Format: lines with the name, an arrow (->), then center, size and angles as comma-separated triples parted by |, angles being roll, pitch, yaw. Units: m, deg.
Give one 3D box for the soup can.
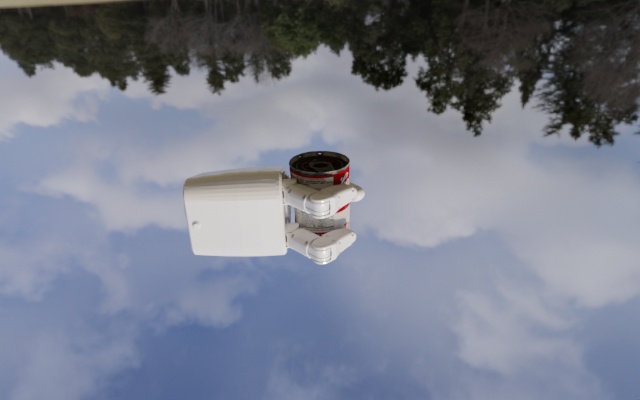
soup can -> 0.001, 0.002, 0.553 | 0.068, 0.102, 0.068 | -1, 25, 1
